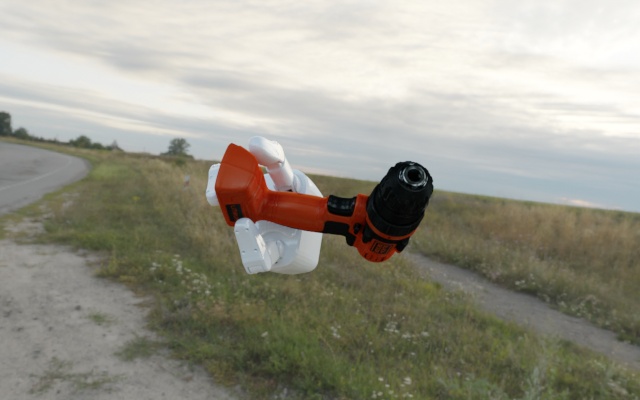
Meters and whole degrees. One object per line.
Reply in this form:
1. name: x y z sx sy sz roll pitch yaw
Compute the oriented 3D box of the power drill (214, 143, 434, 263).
1. power drill: 0.000 0.001 0.450 0.187 0.057 0.184 14 -25 2
